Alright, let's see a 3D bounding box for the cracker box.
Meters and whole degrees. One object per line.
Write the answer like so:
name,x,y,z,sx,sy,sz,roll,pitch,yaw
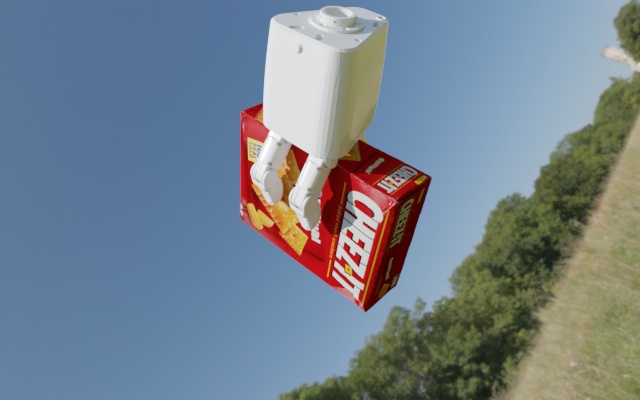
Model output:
cracker box,0.000,0.002,0.546,0.213,0.164,0.072,33,45,27
